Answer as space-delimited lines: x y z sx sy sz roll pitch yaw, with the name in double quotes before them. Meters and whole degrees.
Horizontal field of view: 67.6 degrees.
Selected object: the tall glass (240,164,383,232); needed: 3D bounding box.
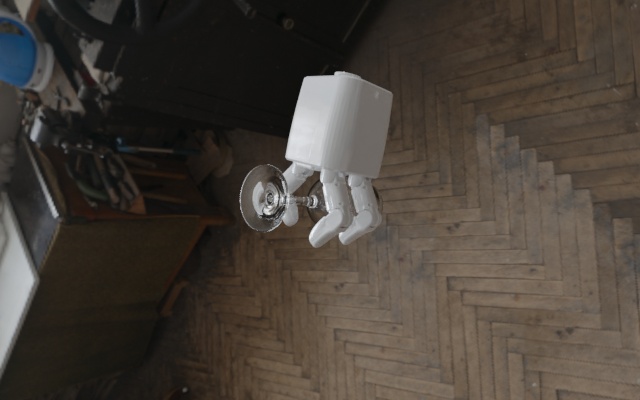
"tall glass" 0.000 0.002 0.594 0.079 0.079 0.201 0 -3 39
